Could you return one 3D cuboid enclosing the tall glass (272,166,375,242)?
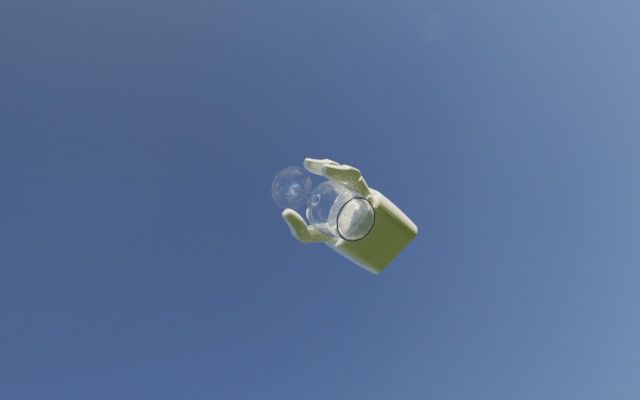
[{"bbox_3d":[0.000,0.002,0.719,0.079,0.079,0.201,0,14,-29],"label":"tall glass"}]
